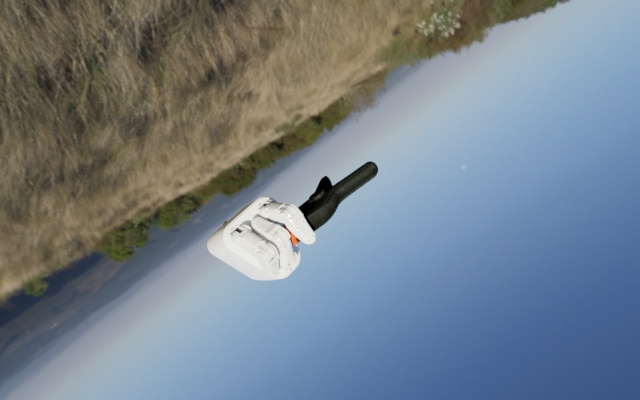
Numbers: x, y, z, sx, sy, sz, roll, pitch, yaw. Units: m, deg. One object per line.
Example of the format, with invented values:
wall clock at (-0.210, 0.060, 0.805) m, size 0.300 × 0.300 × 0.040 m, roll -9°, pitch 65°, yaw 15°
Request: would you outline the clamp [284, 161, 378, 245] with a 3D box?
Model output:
clamp at (0.000, 0.003, 0.712) m, size 0.171 × 0.039 × 0.120 m, roll -40°, pitch 11°, yaw -29°
